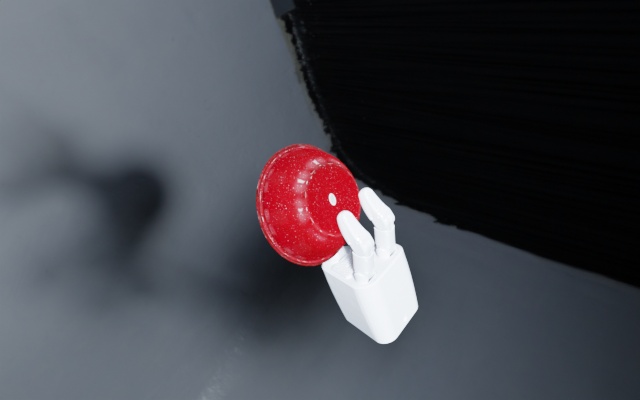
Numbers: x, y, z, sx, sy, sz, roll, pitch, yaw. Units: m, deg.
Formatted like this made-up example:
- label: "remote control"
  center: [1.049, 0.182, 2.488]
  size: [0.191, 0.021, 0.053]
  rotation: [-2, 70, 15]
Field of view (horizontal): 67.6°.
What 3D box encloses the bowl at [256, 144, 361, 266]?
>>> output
- label: "bowl"
  center: [0.000, 0.001, 0.609]
  size: [0.162, 0.162, 0.055]
  rotation: [0, -7, -40]
